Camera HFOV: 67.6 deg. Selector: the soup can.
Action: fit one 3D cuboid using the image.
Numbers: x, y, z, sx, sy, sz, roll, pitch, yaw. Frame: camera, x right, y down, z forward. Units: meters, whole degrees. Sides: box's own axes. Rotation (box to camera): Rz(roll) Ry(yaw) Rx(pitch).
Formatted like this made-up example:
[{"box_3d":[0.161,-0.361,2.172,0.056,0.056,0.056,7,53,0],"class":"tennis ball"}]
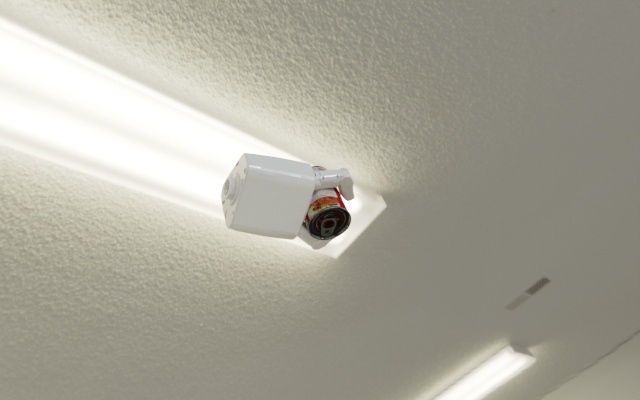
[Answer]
[{"box_3d":[0.001,0.002,0.744,0.068,0.068,0.102,0,41,-21],"class":"soup can"}]
